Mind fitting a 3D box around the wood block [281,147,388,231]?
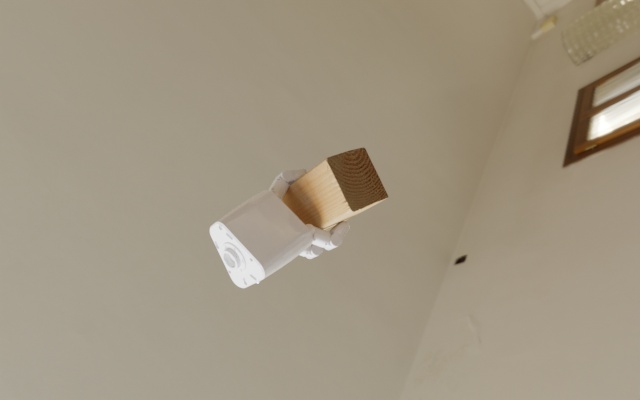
[{"bbox_3d":[0.000,0.002,0.792,0.090,0.091,0.206,-20,-7,-41],"label":"wood block"}]
